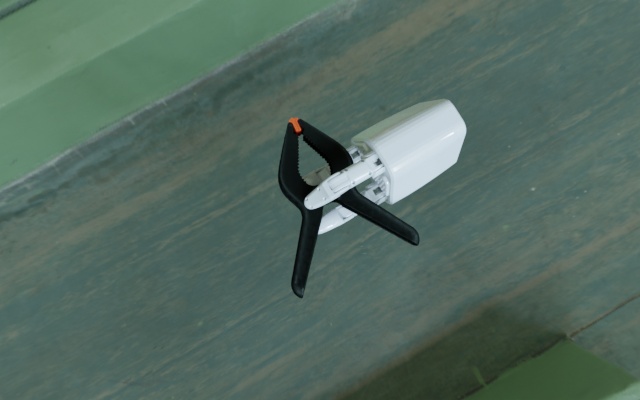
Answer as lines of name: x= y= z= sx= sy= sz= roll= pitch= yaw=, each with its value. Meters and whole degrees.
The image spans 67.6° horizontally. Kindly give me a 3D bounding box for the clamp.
clamp: x=0.000 y=0.001 z=0.576 sx=0.164 sy=0.210 sz=0.036 roll=-30 pitch=-5 yaw=-8
